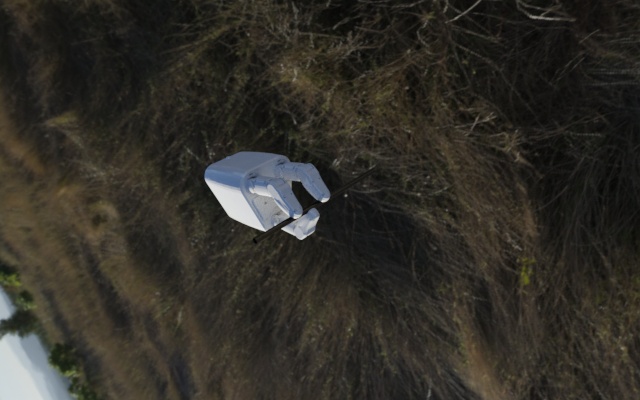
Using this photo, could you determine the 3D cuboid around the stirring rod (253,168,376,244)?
[{"bbox_3d":[0.000,0.002,0.675,0.239,0.011,0.011,-31,19,-37],"label":"stirring rod"}]
